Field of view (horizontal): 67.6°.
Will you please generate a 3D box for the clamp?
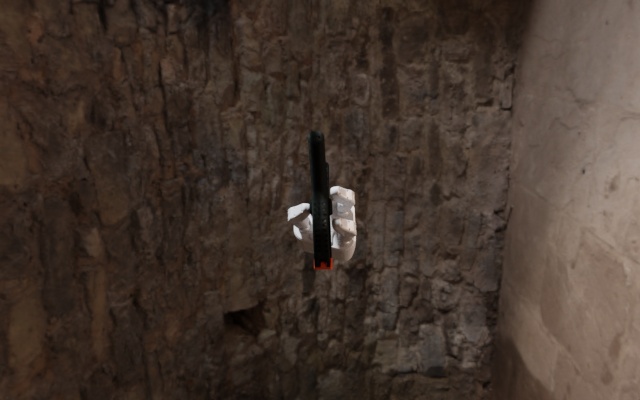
[{"bbox_3d":[-0.001,0.003,0.762,0.036,0.210,0.165,-3,-20,4],"label":"clamp"}]
